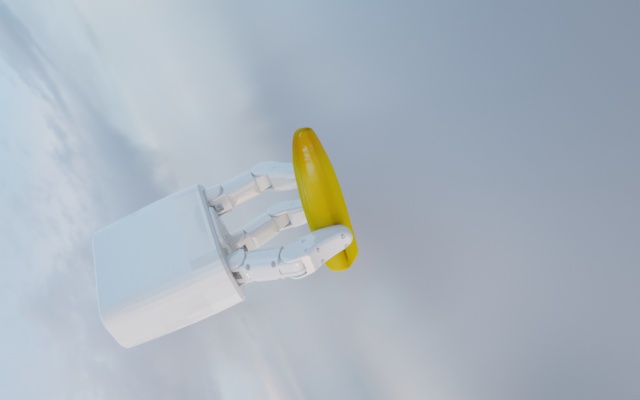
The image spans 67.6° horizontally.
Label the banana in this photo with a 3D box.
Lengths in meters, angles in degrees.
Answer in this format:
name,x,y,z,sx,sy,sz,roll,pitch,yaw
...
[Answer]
name,x,y,z,sx,sy,sz,roll,pitch,yaw
banana,0.007,0.018,0.432,0.037,0.069,0.198,-21,-31,-1
